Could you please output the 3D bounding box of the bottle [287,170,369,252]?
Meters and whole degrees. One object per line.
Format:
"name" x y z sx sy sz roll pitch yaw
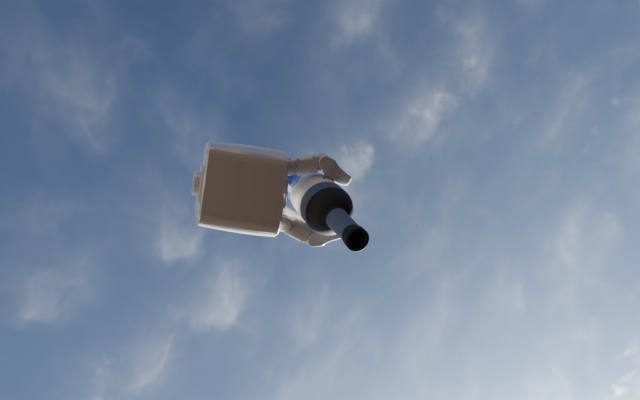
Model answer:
"bottle" 0.000 0.002 0.653 0.069 0.069 0.295 0 16 -17
